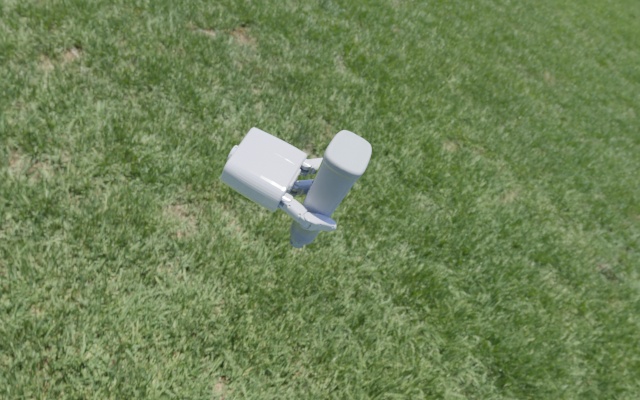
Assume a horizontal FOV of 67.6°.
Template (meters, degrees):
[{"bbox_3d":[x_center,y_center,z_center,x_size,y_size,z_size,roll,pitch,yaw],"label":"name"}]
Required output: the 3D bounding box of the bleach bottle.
[{"bbox_3d":[0.000,0.003,0.819,0.068,0.251,0.102,29,41,-1],"label":"bleach bottle"}]
